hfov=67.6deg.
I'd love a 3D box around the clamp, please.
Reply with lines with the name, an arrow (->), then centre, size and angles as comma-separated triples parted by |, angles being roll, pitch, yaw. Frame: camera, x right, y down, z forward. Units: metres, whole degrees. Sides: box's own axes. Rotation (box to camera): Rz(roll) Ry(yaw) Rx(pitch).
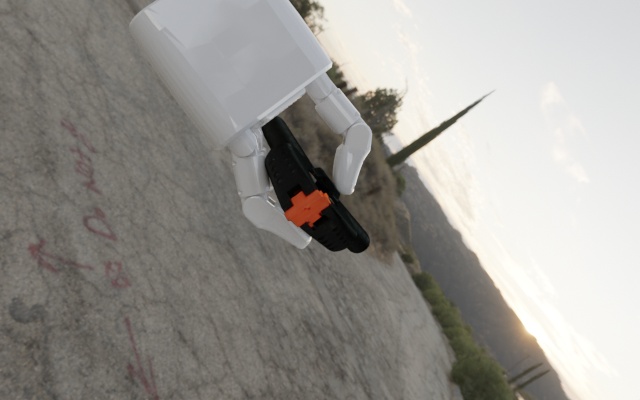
clamp -> 0.001, 0.001, 0.401 | 0.036, 0.164, 0.210 | -37, 11, 5
